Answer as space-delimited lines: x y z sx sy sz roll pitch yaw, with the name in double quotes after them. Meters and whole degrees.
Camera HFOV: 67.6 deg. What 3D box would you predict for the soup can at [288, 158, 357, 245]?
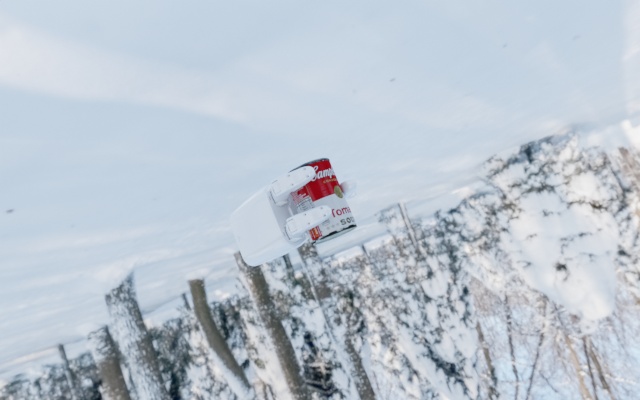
0.001 0.002 0.650 0.068 0.102 0.068 -22 -9 -4 "soup can"
